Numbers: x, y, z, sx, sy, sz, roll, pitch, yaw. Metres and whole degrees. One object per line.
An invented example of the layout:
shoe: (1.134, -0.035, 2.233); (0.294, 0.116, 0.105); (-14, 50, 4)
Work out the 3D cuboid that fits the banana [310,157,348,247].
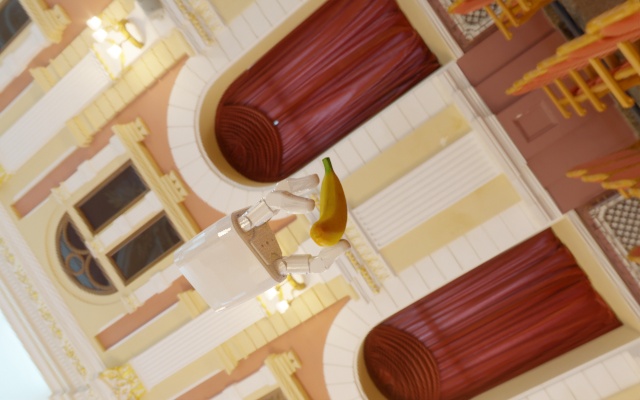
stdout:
banana: (0.010, 0.014, 0.627); (0.037, 0.070, 0.197); (-27, 25, 16)
